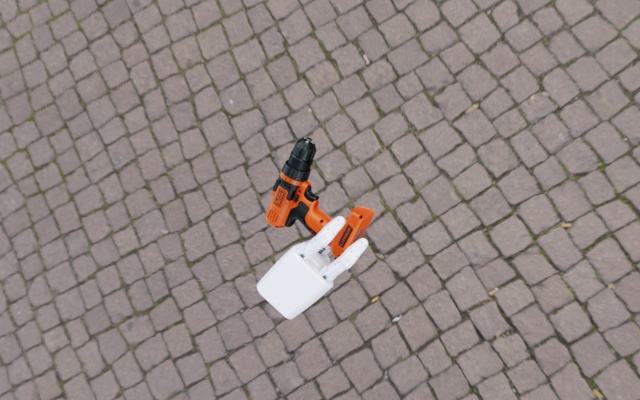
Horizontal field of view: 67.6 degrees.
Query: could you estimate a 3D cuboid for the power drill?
[{"bbox_3d":[0.000,0.003,0.854,0.187,0.184,0.057,34,28,21],"label":"power drill"}]
